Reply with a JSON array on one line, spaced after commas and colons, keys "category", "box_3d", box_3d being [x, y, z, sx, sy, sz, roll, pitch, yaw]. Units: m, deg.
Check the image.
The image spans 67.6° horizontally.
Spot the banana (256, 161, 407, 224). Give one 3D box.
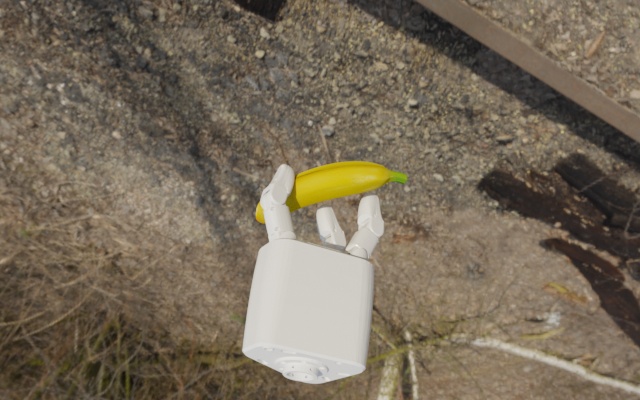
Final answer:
[{"category": "banana", "box_3d": [-0.006, -0.008, 0.541, 0.198, 0.037, 0.070, -14, -35, 25]}]
